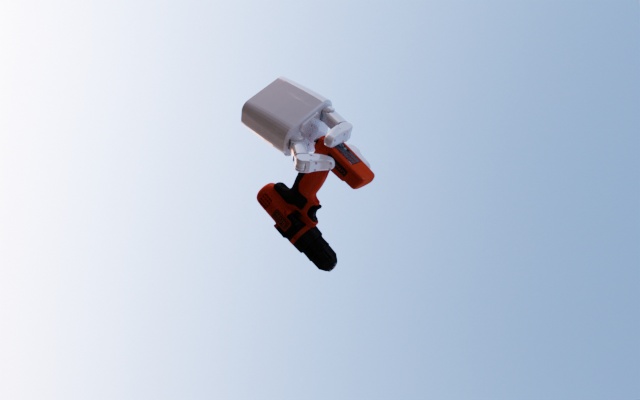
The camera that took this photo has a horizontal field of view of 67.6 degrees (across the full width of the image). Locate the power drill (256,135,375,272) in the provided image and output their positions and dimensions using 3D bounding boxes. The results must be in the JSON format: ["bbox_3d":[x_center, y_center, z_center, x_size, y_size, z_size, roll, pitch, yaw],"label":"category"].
[{"bbox_3d":[0.000,0.002,0.776,0.188,0.184,0.057,-48,-10,28],"label":"power drill"}]
